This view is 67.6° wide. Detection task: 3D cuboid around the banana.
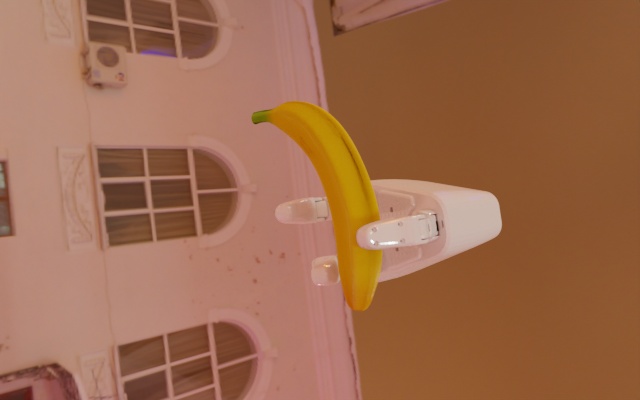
[{"bbox_3d":[0.010,-0.011,0.390,0.037,0.197,0.070,-6,-28,-47],"label":"banana"}]
